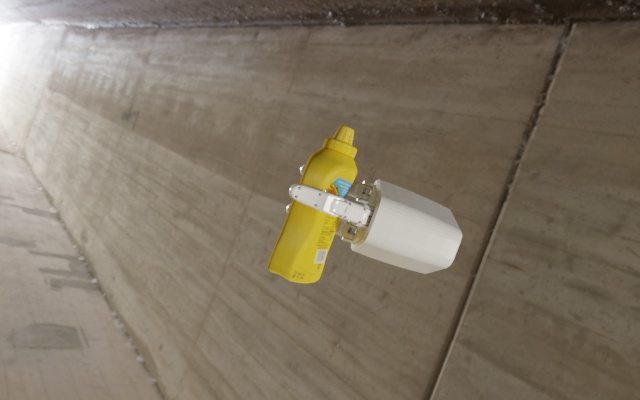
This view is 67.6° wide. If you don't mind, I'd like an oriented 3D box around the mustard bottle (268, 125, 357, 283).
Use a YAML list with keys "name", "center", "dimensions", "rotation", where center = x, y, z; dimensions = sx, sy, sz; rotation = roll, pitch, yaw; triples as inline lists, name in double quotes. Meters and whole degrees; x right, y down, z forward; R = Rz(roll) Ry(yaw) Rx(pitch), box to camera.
- name: "mustard bottle"
  center: [0.000, 0.002, 0.580]
  dimensions: [0.058, 0.191, 0.096]
  rotation: [21, 2, 23]
